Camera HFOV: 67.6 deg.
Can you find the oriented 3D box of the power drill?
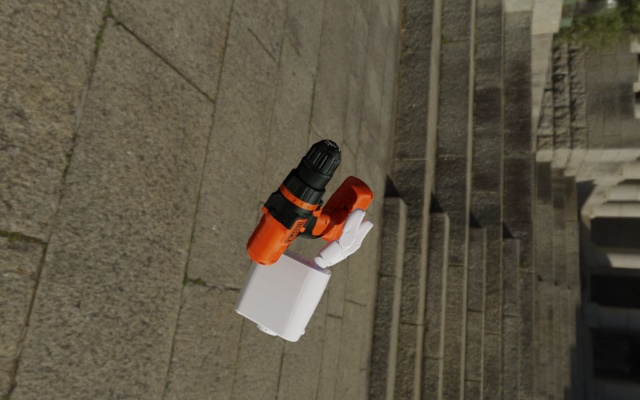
[{"bbox_3d":[0.000,0.002,0.651,0.057,0.184,0.187,45,21,23],"label":"power drill"}]
